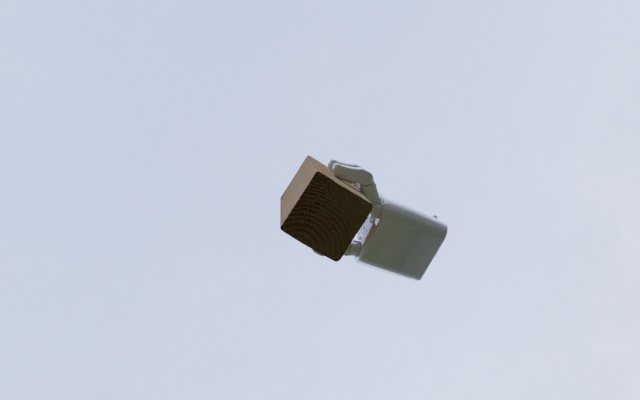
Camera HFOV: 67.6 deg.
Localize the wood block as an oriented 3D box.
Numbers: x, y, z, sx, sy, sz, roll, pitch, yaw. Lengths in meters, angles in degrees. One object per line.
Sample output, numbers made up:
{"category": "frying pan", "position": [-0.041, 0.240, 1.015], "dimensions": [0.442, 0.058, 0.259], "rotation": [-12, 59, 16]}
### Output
{"category": "wood block", "position": [0.000, 0.003, 0.700], "dimensions": [0.090, 0.091, 0.206], "rotation": [31, 7, -9]}
